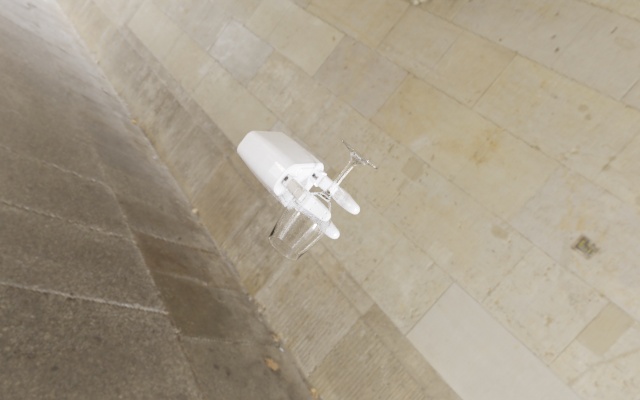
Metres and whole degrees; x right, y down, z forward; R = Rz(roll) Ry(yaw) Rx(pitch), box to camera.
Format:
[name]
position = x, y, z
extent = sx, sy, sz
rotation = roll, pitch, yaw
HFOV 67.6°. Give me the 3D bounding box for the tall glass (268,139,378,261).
[tall glass]
position = 0.001, 0.002, 0.770
extent = 0.079, 0.201, 0.079
rotation = 38, 8, -6
